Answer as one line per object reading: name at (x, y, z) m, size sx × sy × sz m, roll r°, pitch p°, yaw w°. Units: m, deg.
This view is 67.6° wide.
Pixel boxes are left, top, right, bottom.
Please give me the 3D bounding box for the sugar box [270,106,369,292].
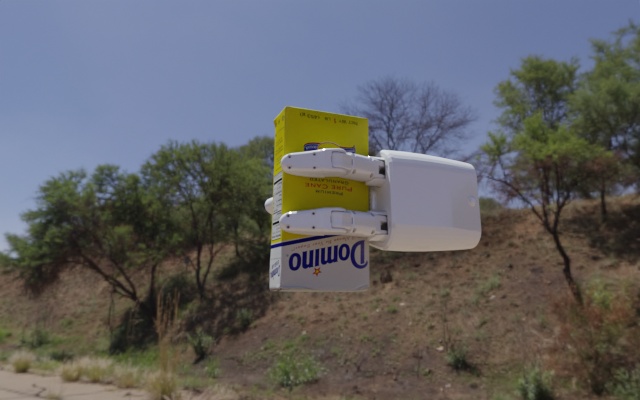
sugar box at (0.000, 0.001, 0.474) m, size 0.093 × 0.176 × 0.048 m, roll 4°, pitch -13°, yaw -21°
